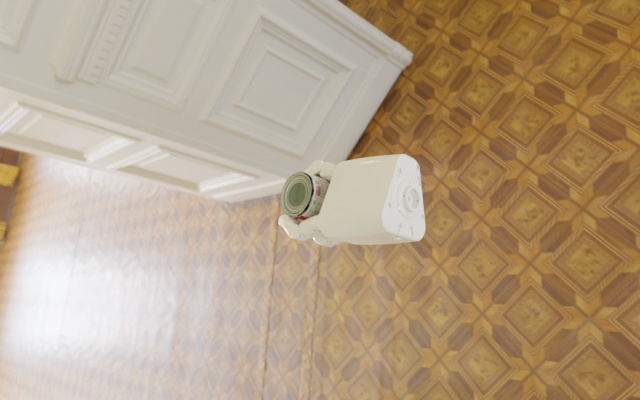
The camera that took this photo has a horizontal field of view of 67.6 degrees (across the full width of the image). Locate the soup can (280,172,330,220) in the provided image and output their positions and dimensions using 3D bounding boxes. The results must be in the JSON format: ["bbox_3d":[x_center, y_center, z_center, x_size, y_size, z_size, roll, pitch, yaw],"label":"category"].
[{"bbox_3d":[0.000,0.002,0.705,0.068,0.068,0.102,0,-13,46],"label":"soup can"}]
